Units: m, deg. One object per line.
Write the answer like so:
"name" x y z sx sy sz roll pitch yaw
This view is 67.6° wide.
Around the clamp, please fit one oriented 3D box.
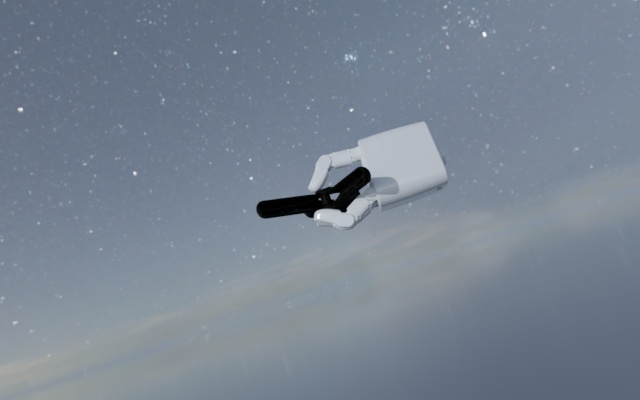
"clamp" 0.000 0.002 0.729 0.164 0.036 0.210 -17 -10 5
